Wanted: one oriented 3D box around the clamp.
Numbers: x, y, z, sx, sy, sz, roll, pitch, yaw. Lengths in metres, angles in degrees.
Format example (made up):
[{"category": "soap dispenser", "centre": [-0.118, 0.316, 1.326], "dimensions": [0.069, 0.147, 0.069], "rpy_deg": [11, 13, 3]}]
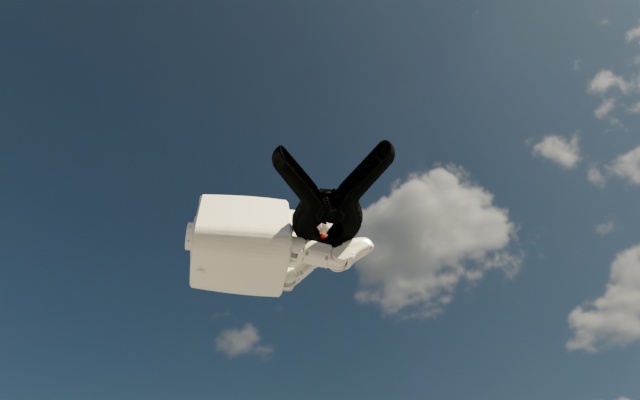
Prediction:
[{"category": "clamp", "centre": [0.000, 0.001, 0.511], "dimensions": [0.120, 0.172, 0.039], "rpy_deg": [7, 42, -10]}]
